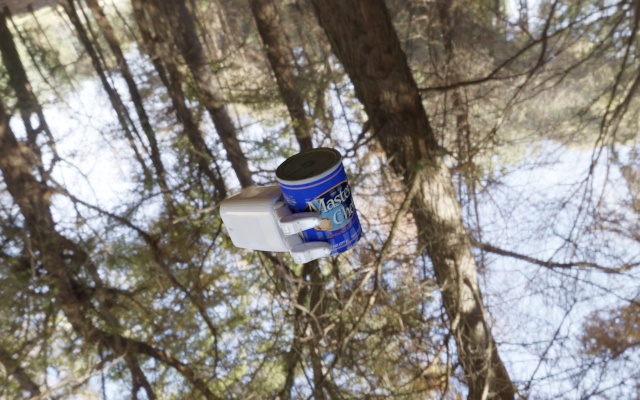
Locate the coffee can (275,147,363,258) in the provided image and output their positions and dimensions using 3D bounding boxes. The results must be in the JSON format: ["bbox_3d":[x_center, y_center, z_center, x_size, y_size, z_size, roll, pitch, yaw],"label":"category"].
[{"bbox_3d":[0.000,0.002,0.742,0.103,0.140,0.102,-14,29,8],"label":"coffee can"}]
